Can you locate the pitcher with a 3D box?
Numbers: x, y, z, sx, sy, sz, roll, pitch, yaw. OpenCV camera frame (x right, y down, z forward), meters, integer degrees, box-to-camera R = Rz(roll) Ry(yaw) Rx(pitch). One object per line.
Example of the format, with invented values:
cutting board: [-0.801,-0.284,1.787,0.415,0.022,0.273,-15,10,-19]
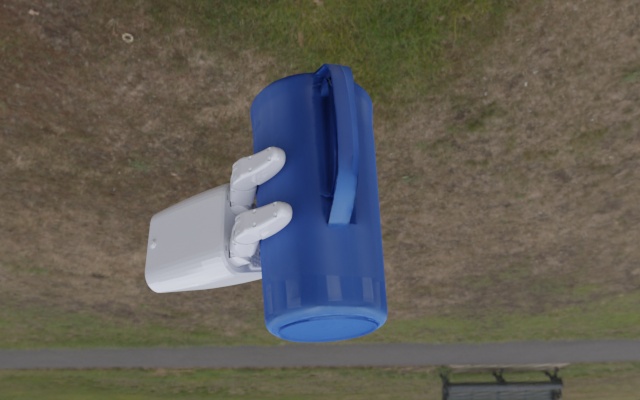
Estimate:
pitcher: [0.000,0.002,0.461,0.145,0.242,0.149,-18,-30,24]
